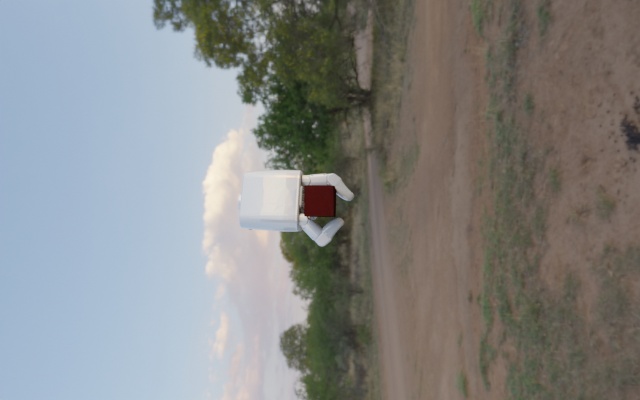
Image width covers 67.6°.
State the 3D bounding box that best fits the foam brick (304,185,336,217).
[{"bbox_3d":[0.000,0.003,0.818,0.051,0.053,0.078,1,-3,3],"label":"foam brick"}]
